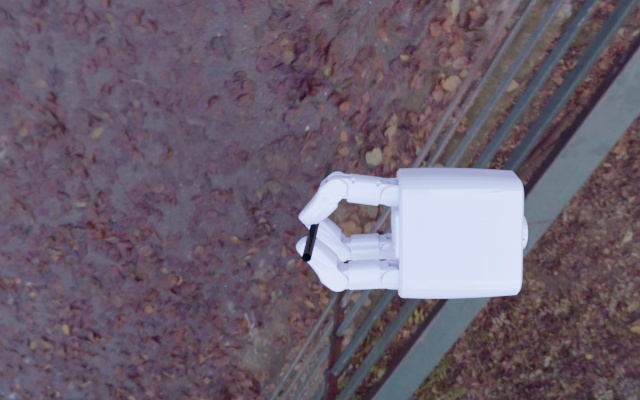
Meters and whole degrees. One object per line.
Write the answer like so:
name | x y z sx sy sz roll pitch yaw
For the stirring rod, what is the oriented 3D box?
stirring rod | 0.000 0.002 0.506 0.011 0.011 0.239 0 22 6
